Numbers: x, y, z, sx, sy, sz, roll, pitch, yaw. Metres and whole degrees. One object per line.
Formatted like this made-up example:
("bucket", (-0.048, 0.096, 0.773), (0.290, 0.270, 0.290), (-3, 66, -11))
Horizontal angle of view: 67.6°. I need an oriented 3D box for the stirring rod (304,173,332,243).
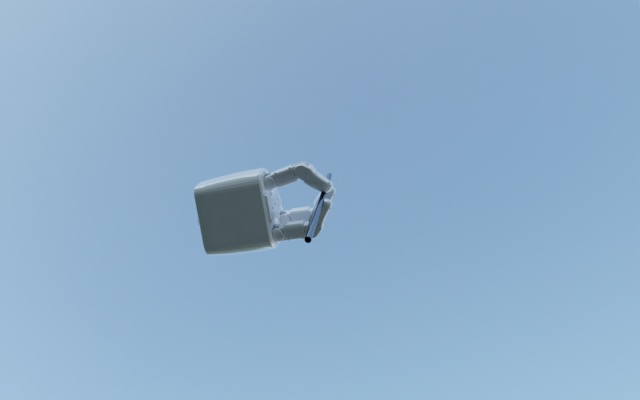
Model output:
("stirring rod", (0.000, 0.002, 0.644), (0.011, 0.011, 0.239), (0, 20, 7))
